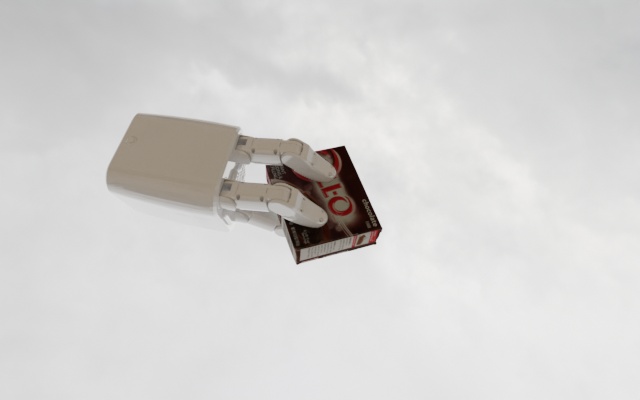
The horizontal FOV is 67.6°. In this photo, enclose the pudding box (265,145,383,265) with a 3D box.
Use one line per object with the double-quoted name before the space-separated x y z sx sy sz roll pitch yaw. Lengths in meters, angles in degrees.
"pudding box" 0.000 0.002 0.490 0.090 0.113 0.039 -14 -30 -13
